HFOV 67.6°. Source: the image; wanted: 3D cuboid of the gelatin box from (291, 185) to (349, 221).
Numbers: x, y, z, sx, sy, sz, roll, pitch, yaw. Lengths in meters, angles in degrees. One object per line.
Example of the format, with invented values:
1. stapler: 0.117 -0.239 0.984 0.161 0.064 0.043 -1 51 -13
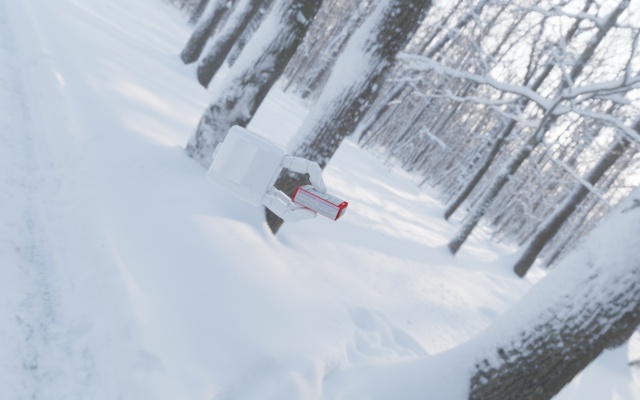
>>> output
1. gelatin box: 0.001 0.003 0.861 0.089 0.030 0.073 24 11 10
